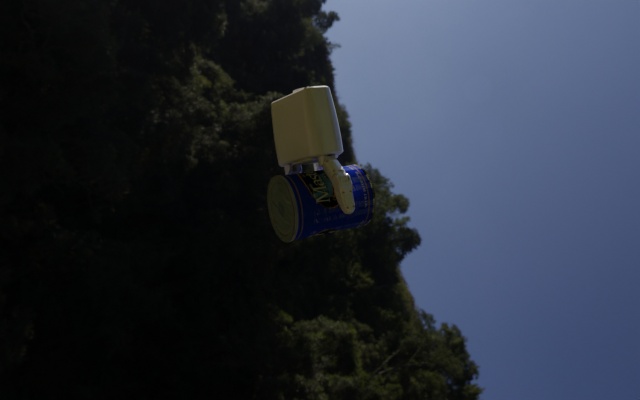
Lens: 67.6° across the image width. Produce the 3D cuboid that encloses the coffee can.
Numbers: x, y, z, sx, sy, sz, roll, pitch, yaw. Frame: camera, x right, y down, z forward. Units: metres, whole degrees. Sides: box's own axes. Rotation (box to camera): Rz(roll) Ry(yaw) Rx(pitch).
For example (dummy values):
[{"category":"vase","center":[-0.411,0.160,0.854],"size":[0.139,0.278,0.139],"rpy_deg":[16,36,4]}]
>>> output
[{"category":"coffee can","center":[0.000,0.003,0.753],"size":[0.140,0.103,0.103],"rpy_deg":[-10,4,-27]}]
